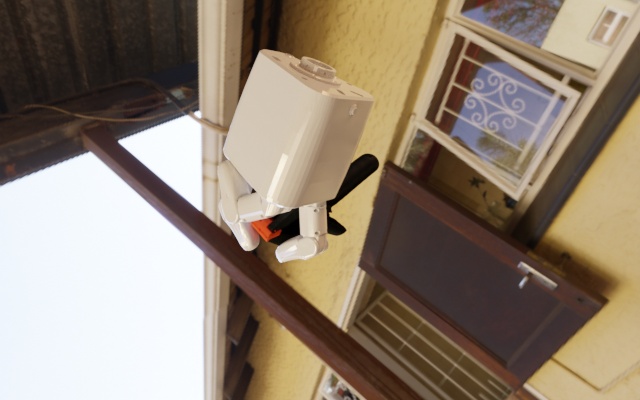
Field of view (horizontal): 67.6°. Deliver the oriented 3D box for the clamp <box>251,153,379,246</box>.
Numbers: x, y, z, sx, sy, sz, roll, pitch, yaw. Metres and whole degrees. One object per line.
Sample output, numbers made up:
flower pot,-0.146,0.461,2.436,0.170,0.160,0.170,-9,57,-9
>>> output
clamp,0.000,0.002,0.530,0.039,0.120,0.171,35,25,26
